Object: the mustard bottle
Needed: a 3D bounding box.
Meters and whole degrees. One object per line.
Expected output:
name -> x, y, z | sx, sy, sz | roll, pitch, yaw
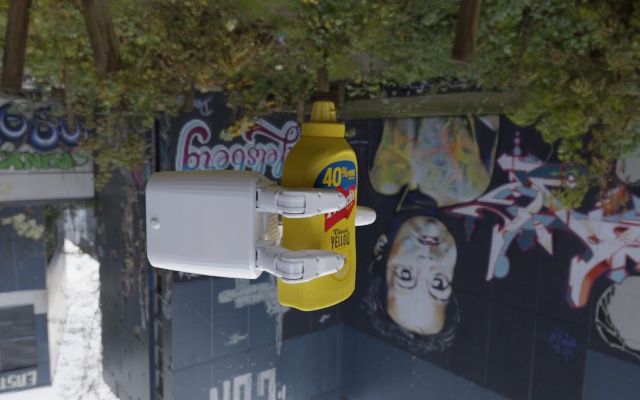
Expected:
mustard bottle -> 0.000, 0.002, 0.462 | 0.058, 0.191, 0.096 | 6, 9, 35
